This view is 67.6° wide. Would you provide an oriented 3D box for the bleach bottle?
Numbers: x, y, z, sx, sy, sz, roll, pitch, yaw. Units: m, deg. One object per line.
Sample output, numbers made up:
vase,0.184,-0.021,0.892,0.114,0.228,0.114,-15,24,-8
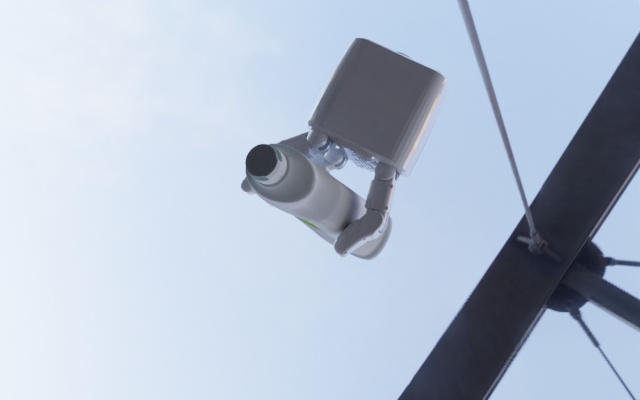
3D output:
bleach bottle,0.000,0.002,0.492,0.102,0.068,0.251,25,-5,23
